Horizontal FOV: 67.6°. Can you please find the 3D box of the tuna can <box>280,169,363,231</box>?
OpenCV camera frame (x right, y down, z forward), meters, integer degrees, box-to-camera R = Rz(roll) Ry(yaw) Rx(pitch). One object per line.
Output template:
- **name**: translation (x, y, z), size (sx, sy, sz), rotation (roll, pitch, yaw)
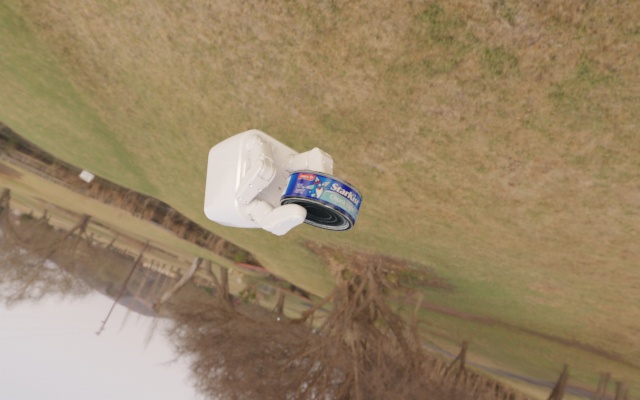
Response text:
- **tuna can**: translation (0.000, 0.002, 0.517), size (0.086, 0.033, 0.086), rotation (17, -20, 6)
